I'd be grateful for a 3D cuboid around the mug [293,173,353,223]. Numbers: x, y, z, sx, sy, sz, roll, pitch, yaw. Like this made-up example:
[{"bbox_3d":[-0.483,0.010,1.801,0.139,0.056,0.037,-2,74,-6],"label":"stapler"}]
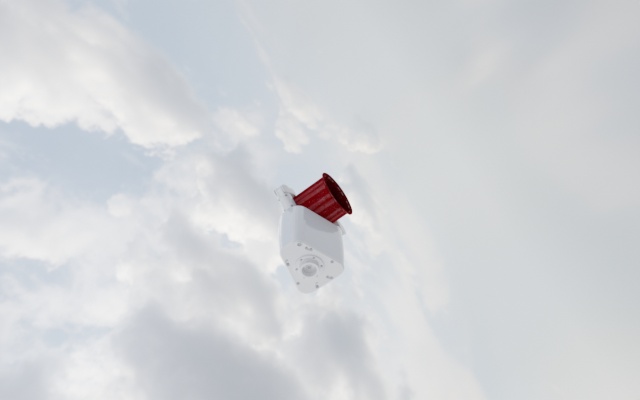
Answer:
[{"bbox_3d":[0.000,0.002,0.900,0.081,0.093,0.117,-34,23,15],"label":"mug"}]
